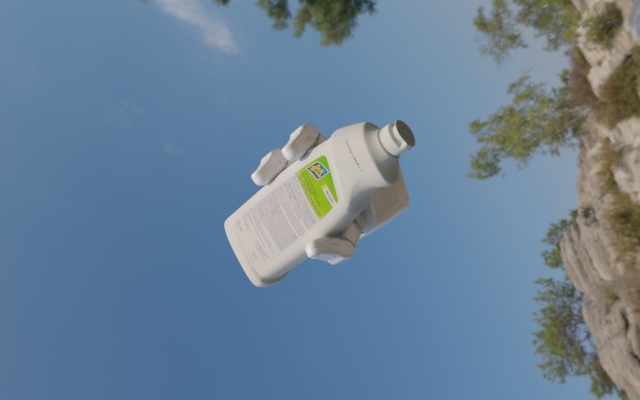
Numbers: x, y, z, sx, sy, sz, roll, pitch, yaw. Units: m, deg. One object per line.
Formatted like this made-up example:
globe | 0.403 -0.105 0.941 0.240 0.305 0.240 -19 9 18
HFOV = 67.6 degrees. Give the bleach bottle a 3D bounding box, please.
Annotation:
bleach bottle | 0.000 0.002 0.516 0.251 0.102 0.068 -34 -8 36
